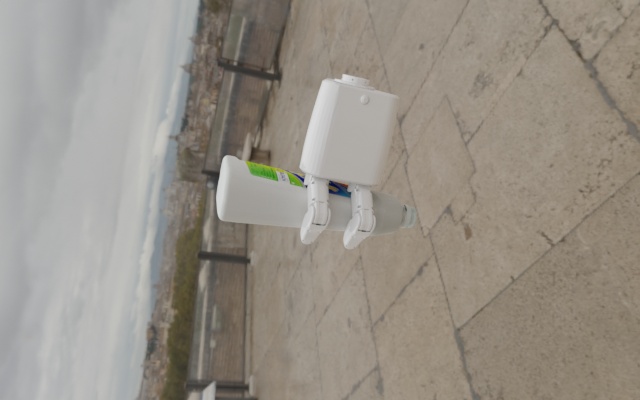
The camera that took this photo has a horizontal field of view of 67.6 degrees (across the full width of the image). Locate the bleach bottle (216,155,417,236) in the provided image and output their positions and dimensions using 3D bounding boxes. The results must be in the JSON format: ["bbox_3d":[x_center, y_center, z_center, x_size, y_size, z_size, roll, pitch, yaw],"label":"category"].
[{"bbox_3d":[0.000,0.002,0.604,0.251,0.068,0.102,8,17,-17],"label":"bleach bottle"}]
